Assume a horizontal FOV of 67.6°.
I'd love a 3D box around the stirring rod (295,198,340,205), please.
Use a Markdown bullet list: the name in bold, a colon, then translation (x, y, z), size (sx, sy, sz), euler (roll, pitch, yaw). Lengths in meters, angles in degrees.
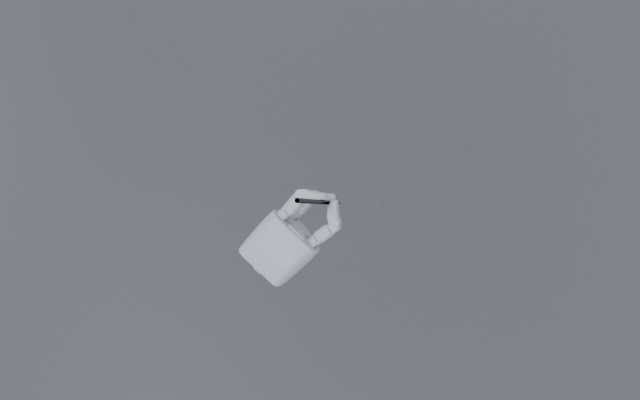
- **stirring rod**: translation (0.000, 0.003, 0.838), size (0.011, 0.011, 0.239), euler (0, -1, 17)
